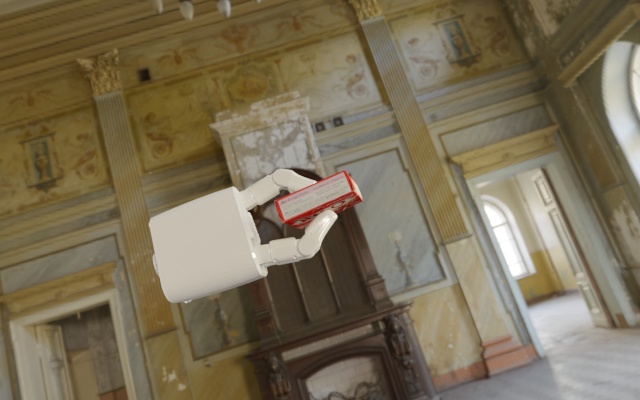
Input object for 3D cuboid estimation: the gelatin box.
[{"bbox_3d":[0.000,0.001,0.551,0.089,0.030,0.073,-24,-13,8],"label":"gelatin box"}]
